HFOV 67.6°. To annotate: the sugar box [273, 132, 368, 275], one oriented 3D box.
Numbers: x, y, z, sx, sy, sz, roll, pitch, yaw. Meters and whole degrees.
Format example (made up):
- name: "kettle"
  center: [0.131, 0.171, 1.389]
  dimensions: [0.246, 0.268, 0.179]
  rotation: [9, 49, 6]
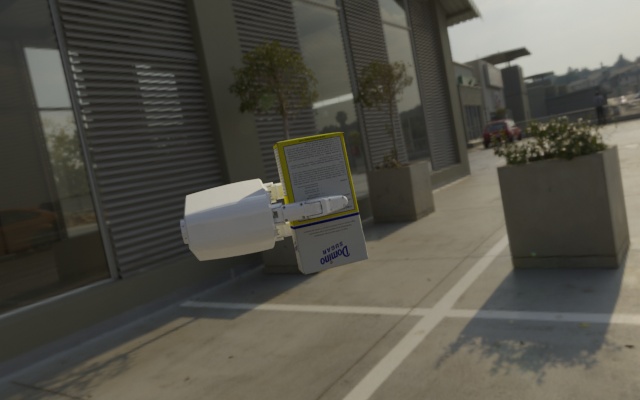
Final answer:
- name: "sugar box"
  center: [0.000, 0.002, 0.643]
  dimensions: [0.093, 0.176, 0.048]
  rotation: [-11, 5, -12]
